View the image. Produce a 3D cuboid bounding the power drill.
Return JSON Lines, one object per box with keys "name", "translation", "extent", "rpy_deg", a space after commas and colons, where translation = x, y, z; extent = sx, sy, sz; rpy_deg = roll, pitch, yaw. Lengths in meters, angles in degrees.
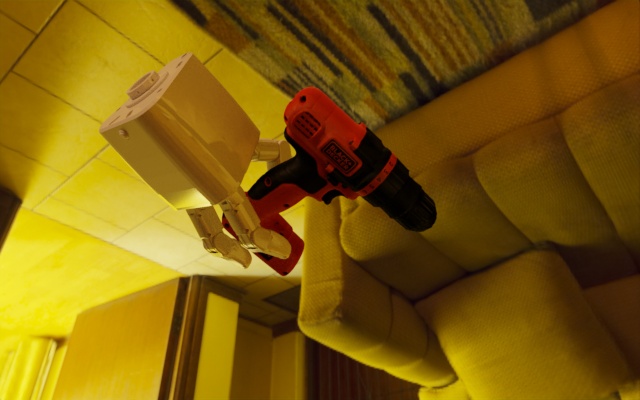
{"name": "power drill", "translation": [0.000, 0.002, 0.497], "extent": [0.188, 0.184, 0.057], "rpy_deg": [-41, 12, 31]}
